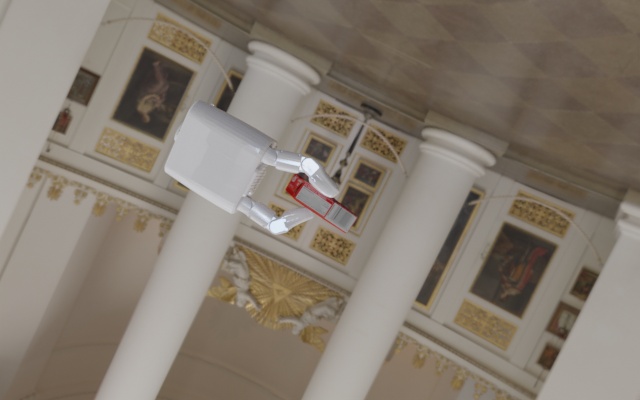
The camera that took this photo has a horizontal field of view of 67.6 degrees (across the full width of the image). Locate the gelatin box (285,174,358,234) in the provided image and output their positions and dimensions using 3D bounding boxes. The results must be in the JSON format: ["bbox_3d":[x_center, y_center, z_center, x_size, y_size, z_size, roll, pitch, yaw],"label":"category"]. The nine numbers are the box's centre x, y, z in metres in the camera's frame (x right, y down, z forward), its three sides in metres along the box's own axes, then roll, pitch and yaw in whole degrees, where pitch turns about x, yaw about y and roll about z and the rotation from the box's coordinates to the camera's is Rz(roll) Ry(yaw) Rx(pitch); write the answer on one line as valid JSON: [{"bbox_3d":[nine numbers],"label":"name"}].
[{"bbox_3d":[0.000,0.003,0.636,0.089,0.030,0.073,34,2,-14],"label":"gelatin box"}]
